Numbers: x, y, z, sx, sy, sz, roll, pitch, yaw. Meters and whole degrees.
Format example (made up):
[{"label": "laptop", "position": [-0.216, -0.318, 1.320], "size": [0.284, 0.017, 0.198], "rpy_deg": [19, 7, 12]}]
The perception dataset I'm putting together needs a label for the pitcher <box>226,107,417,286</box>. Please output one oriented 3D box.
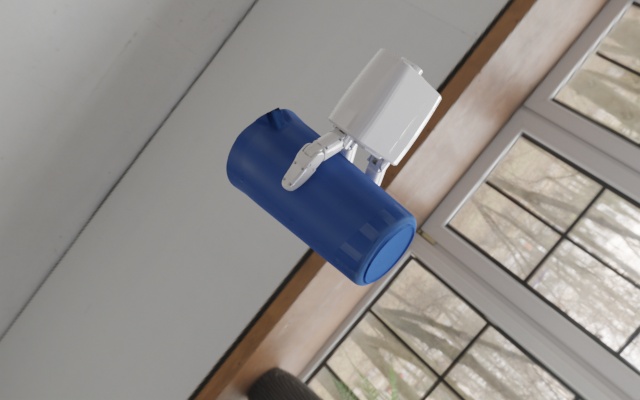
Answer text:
[{"label": "pitcher", "position": [0.000, 0.002, 0.627], "size": [0.242, 0.145, 0.149], "rpy_deg": [40, 10, 27]}]
